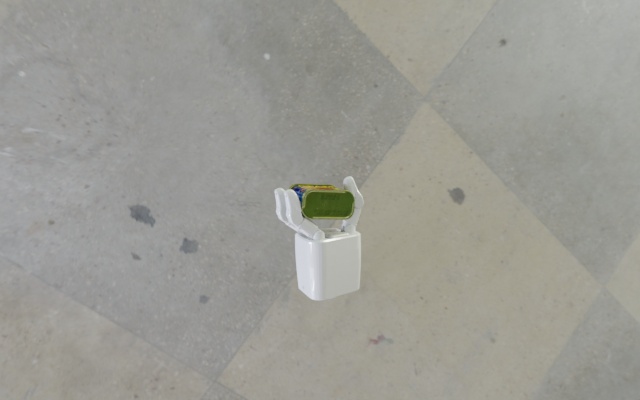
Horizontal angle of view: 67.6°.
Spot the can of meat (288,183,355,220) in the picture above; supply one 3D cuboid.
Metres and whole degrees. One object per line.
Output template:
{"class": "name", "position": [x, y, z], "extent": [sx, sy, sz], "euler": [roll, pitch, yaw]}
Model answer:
{"class": "can of meat", "position": [0.000, 0.003, 0.840], "extent": [0.102, 0.057, 0.084], "euler": [1, 6, -21]}
